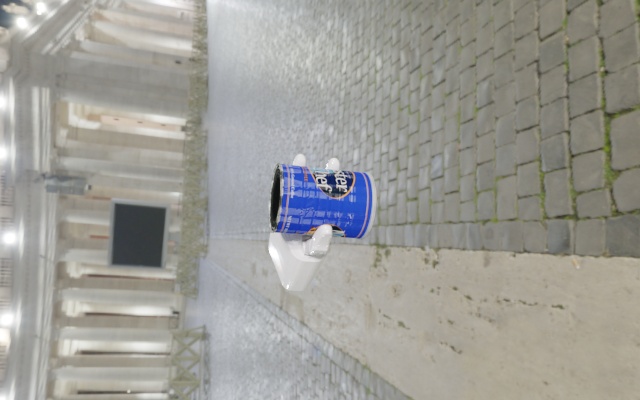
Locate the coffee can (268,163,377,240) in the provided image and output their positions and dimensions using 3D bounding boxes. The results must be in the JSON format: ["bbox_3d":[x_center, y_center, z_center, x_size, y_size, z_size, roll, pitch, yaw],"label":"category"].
[{"bbox_3d":[0.000,0.002,0.710,0.140,0.103,0.103,5,-1,-15],"label":"coffee can"}]
